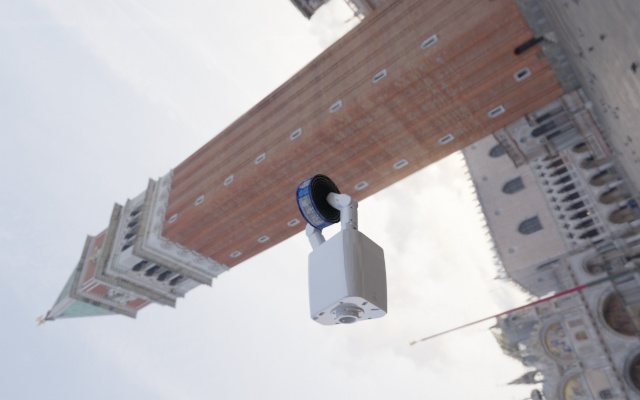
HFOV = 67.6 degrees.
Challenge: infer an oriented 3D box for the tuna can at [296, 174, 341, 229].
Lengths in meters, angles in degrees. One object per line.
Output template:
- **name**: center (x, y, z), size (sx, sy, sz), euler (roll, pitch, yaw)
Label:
- **tuna can**: center (0.000, 0.003, 0.777), size (0.034, 0.086, 0.086), euler (-25, -14, 33)
